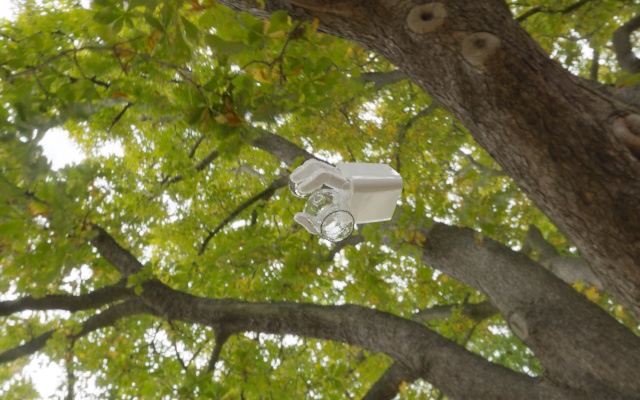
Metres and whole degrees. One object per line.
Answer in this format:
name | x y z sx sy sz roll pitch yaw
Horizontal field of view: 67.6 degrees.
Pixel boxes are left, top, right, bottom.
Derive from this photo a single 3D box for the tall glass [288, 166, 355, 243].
tall glass | 0.000 0.003 0.889 0.079 0.079 0.201 0 25 -19
